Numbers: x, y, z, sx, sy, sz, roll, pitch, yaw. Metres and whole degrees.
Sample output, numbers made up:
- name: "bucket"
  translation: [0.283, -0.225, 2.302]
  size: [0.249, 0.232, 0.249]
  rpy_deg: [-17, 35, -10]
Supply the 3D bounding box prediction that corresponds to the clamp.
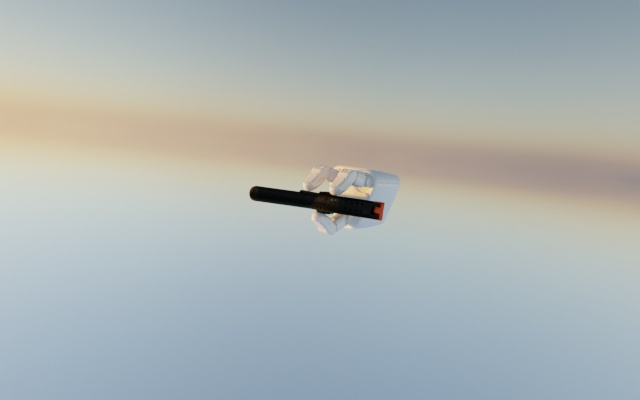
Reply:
- name: "clamp"
  translation: [0.001, 0.003, 0.781]
  size: [0.210, 0.036, 0.164]
  rpy_deg: [10, 4, 35]
